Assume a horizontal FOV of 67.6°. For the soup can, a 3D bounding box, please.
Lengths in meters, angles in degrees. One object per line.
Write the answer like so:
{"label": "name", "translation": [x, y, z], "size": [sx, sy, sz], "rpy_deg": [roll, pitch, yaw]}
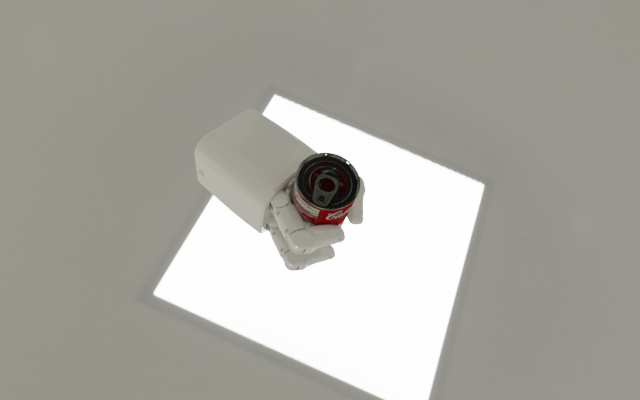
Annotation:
{"label": "soup can", "translation": [0.001, 0.002, 0.536], "size": [0.068, 0.068, 0.102], "rpy_deg": [0, -27, -10]}
